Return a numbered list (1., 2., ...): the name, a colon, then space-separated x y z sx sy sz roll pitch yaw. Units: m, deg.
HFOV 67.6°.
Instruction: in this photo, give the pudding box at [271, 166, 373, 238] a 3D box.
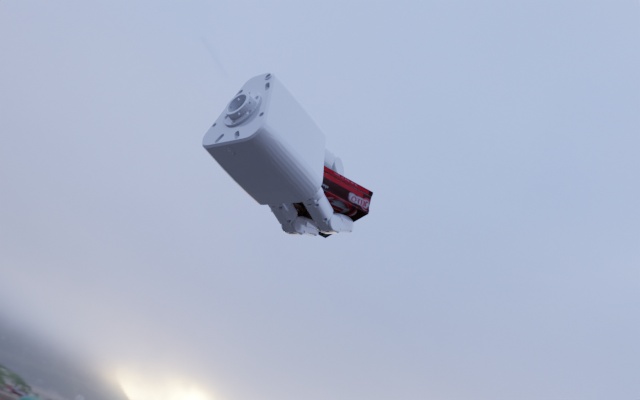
1. pudding box: 0.000 0.002 0.619 0.090 0.039 0.113 28 -29 -17
